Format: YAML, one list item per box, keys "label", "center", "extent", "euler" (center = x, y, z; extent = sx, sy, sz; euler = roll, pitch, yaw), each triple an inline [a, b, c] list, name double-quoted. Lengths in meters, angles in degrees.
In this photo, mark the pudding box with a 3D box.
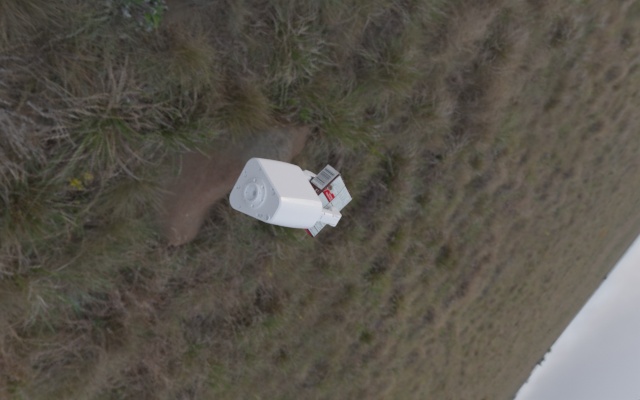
- label: "pudding box"
  center: [0.000, 0.003, 0.885]
  extent: [0.039, 0.113, 0.090]
  euler: [41, -10, 35]
